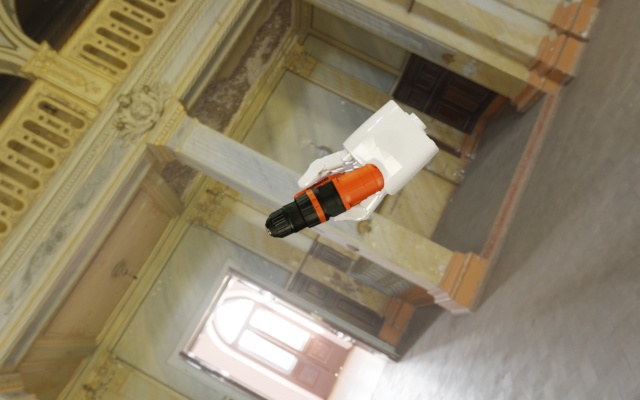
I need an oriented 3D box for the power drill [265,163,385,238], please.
[{"bbox_3d":[0.000,0.002,0.752,0.184,0.057,0.187,-25,4,-4],"label":"power drill"}]
